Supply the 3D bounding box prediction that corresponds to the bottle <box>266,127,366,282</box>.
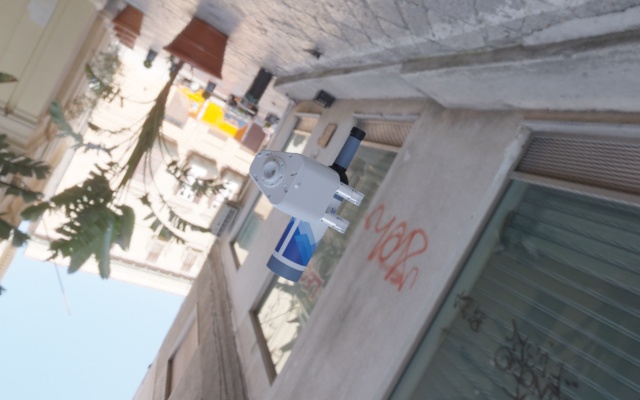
[{"bbox_3d":[0.000,0.003,0.862,0.069,0.296,0.069,28,3,-1],"label":"bottle"}]
